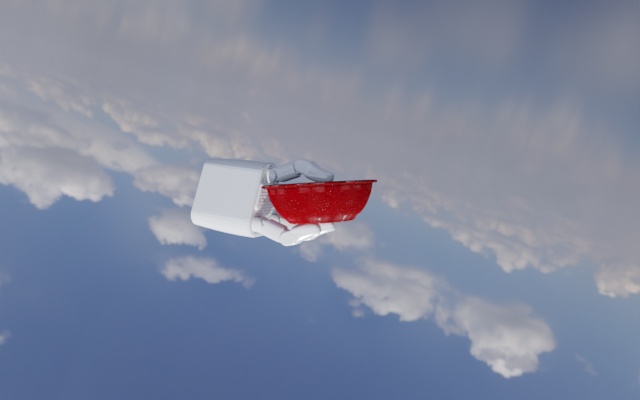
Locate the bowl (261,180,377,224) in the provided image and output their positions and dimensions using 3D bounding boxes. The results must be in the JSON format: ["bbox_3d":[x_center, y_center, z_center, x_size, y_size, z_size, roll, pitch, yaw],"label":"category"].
[{"bbox_3d":[0.001,0.003,0.666,0.162,0.055,0.162,-4,1,0],"label":"bowl"}]
